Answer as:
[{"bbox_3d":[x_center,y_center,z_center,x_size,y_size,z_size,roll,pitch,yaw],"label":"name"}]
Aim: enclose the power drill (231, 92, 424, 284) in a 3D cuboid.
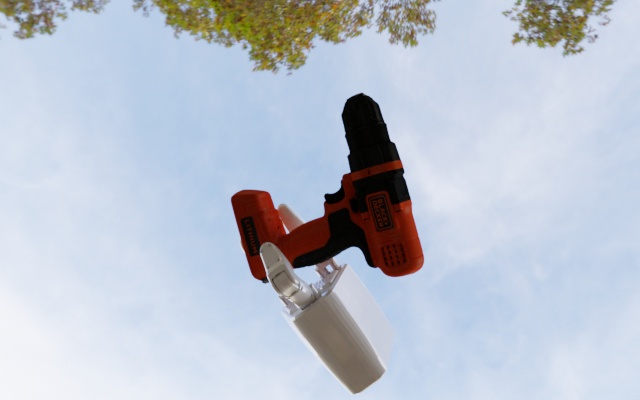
[{"bbox_3d":[0.000,0.002,0.498,0.188,0.184,0.057,-16,-3,26],"label":"power drill"}]
